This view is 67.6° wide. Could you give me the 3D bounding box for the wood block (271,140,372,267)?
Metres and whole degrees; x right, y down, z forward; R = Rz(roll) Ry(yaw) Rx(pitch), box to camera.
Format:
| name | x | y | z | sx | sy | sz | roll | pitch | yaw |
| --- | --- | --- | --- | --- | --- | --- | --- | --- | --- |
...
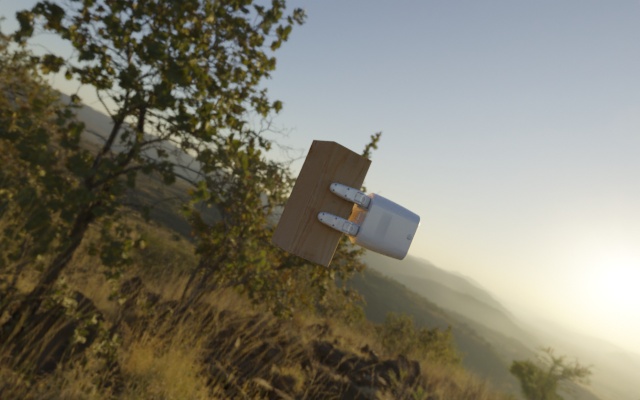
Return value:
| name | x | y | z | sx | sy | sz | roll | pitch | yaw |
| --- | --- | --- | --- | --- | --- | --- | --- | --- | --- |
| wood block | 0.000 | 0.003 | 0.870 | 0.090 | 0.206 | 0.091 | 24 | -2 | -26 |
